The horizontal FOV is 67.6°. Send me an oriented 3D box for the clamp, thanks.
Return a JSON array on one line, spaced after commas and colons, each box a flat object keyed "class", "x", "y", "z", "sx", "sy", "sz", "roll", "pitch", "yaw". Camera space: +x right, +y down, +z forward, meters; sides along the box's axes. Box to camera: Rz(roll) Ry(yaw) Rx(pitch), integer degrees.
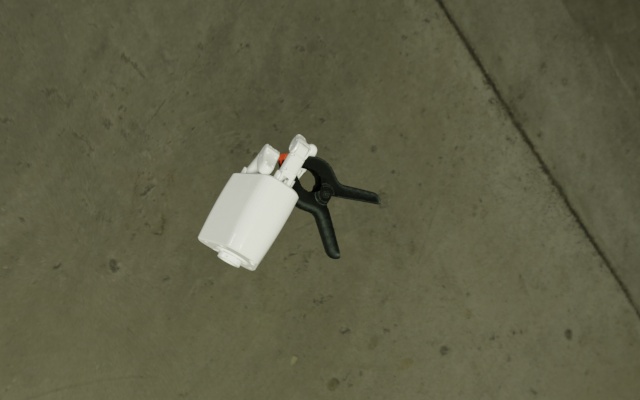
[{"class": "clamp", "x": 0.000, "y": 0.002, "z": 0.693, "sx": 0.171, "sy": 0.120, "sz": 0.039, "roll": 34, "pitch": -19, "yaw": -19}]
